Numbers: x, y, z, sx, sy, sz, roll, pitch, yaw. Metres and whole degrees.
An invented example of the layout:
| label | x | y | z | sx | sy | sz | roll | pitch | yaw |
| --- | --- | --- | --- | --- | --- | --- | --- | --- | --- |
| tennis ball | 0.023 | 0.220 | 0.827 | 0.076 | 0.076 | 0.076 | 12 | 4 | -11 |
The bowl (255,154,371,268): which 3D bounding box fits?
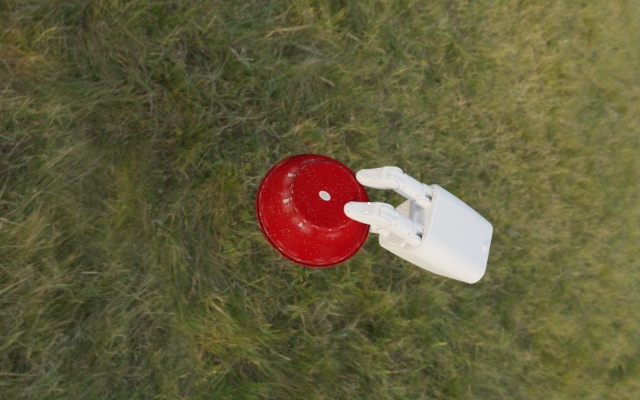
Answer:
| label | x | y | z | sx | sy | sz | roll | pitch | yaw |
| --- | --- | --- | --- | --- | --- | --- | --- | --- | --- |
| bowl | -0.001 | 0.002 | 0.615 | 0.162 | 0.162 | 0.055 | 0 | -20 | -17 |
